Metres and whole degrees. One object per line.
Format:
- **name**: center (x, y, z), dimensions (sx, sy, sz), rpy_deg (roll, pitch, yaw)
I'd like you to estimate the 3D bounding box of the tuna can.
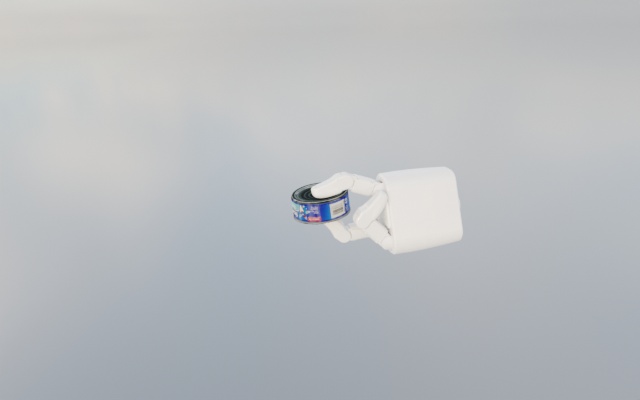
- **tuna can**: center (0.000, 0.002, 0.701), dimensions (0.086, 0.034, 0.086), rpy_deg (-7, 21, 3)
